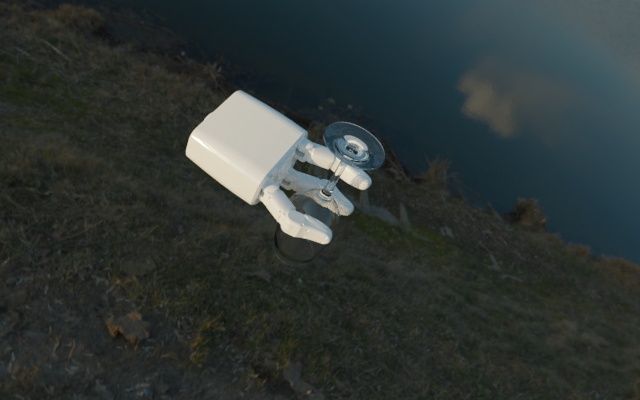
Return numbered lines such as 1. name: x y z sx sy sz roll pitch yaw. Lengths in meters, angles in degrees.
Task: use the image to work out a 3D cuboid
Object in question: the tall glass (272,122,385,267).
1. tall glass: 0.000 0.002 0.591 0.079 0.079 0.201 0 -40 -29
